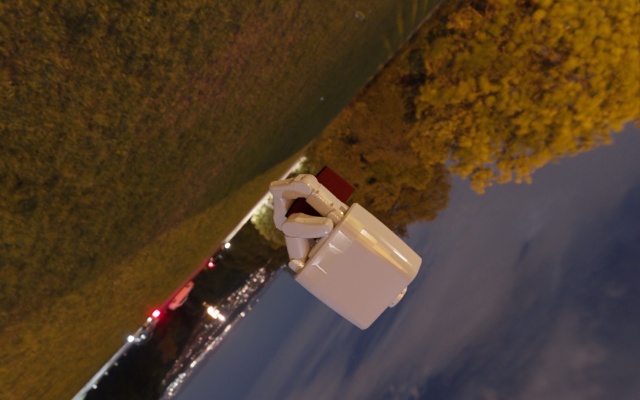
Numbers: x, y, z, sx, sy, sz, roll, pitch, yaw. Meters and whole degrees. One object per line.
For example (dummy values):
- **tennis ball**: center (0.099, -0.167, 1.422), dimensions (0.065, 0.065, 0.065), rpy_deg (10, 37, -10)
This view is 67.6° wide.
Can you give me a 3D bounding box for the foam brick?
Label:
- **foam brick**: center (0.000, 0.002, 0.614), dimensions (0.051, 0.053, 0.078), rpy_deg (37, 36, 2)
